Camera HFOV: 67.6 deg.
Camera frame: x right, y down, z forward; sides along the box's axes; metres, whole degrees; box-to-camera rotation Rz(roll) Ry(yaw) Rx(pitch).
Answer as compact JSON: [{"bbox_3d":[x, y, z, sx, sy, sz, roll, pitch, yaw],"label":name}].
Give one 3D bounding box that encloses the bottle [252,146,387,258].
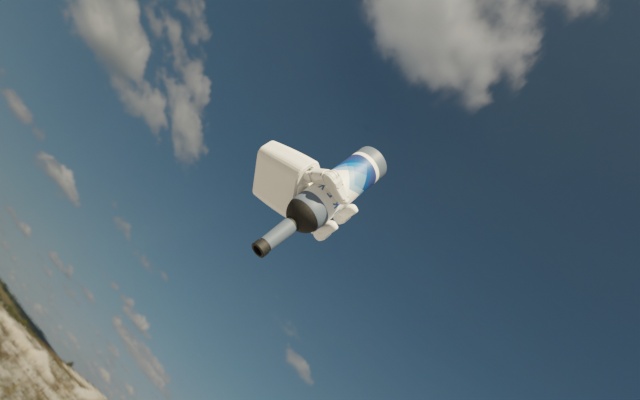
[{"bbox_3d":[0.000,0.003,0.814,0.295,0.069,0.069,-38,23,-33],"label":"bottle"}]
